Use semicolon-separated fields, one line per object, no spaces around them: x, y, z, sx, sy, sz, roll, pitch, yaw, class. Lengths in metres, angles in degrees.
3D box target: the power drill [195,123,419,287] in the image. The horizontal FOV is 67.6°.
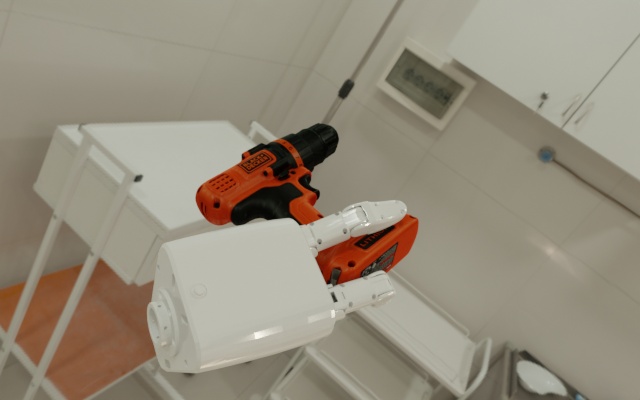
0.000;0.002;0.474;0.187;0.057;0.184;35;53;29;power drill
